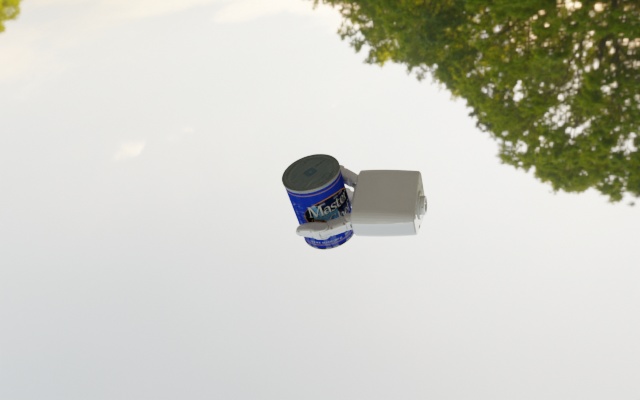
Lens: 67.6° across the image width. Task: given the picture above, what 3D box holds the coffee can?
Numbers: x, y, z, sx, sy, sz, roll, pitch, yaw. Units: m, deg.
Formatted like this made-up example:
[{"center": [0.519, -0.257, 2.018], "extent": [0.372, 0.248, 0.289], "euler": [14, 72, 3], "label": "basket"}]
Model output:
[{"center": [0.000, 0.003, 0.852], "extent": [0.103, 0.140, 0.102], "euler": [-11, 38, 9], "label": "coffee can"}]
